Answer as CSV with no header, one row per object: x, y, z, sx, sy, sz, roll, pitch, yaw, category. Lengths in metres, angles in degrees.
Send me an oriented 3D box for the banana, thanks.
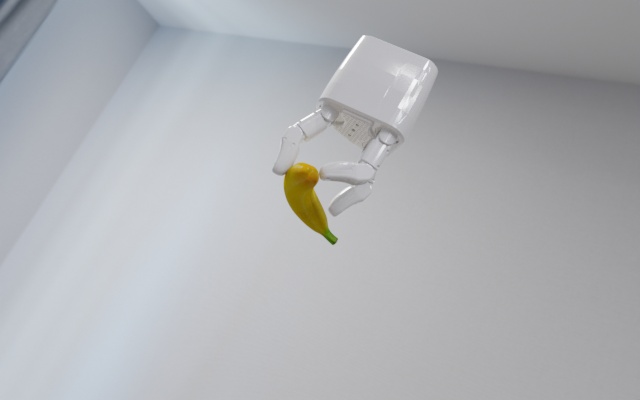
-0.015,-0.005,0.596,0.069,0.037,0.198,27,-17,21,banana
